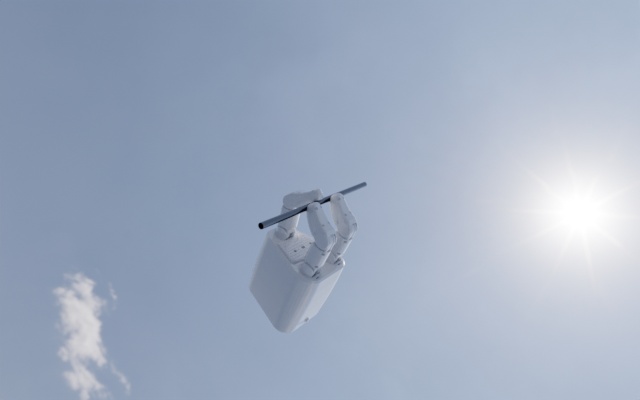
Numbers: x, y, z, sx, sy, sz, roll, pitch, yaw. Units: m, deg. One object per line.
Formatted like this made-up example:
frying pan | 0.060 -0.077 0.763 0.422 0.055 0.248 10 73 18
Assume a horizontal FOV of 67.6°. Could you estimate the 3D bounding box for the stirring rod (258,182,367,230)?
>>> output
stirring rod | 0.000 0.002 0.632 0.011 0.011 0.239 0 13 35
